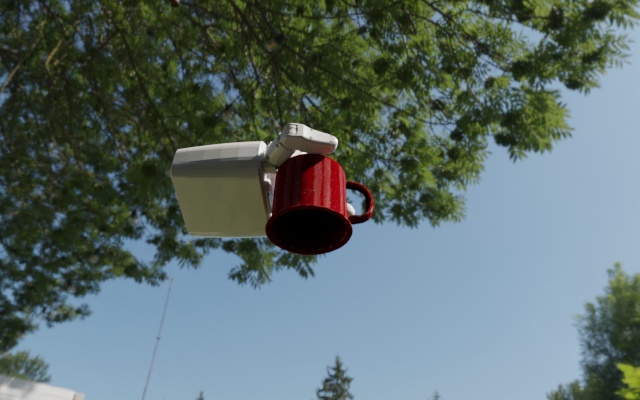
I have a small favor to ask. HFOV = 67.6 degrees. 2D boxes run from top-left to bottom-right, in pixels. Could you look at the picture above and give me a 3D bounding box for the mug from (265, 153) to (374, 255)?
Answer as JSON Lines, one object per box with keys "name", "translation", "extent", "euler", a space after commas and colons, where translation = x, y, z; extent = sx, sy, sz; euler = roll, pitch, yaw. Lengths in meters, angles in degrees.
{"name": "mug", "translation": [0.002, 0.001, 0.531], "extent": [0.117, 0.081, 0.093], "euler": [-2, -38, 4]}
